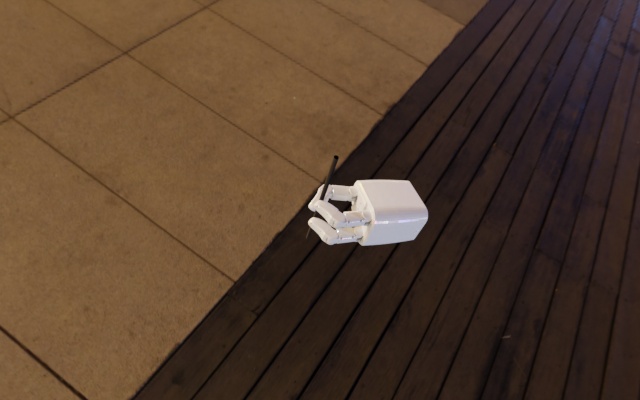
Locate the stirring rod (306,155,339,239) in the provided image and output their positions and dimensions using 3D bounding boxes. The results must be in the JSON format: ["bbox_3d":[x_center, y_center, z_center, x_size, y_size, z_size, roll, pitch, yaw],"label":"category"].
[{"bbox_3d":[0.000,0.003,0.821,0.011,0.011,0.240,0,-35,-14],"label":"stirring rod"}]
